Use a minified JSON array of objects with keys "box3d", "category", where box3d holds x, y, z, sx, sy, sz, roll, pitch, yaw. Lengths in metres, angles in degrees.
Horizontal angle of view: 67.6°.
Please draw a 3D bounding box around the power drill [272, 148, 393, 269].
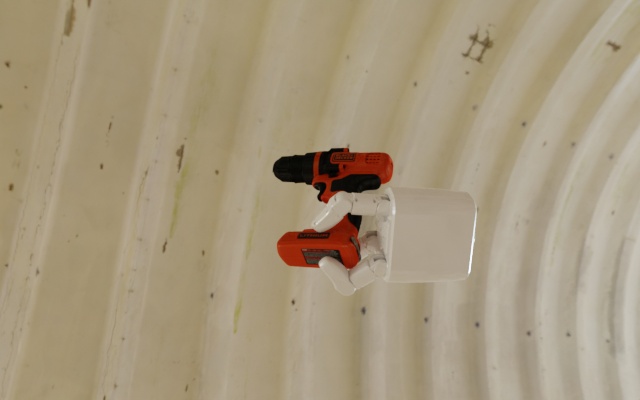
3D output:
[{"box3d":[0.000,0.003,0.664,0.184,0.187,0.057,-1,-41,20],"category":"power drill"}]
